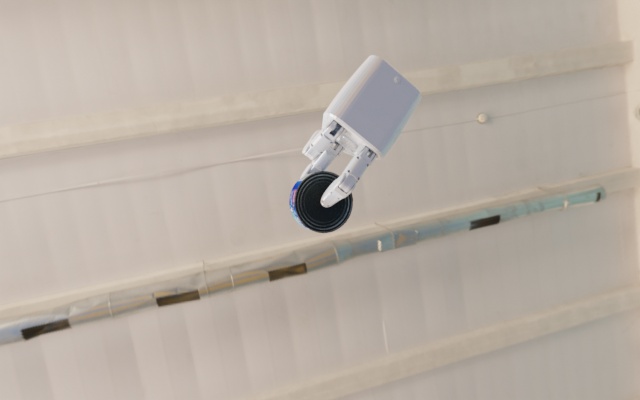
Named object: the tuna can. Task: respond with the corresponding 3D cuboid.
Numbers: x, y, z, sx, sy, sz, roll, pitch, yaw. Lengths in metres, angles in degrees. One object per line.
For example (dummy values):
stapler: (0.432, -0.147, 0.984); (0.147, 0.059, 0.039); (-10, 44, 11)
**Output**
tuna can: (0.000, 0.002, 0.671); (0.086, 0.086, 0.034); (0, 0, -20)
